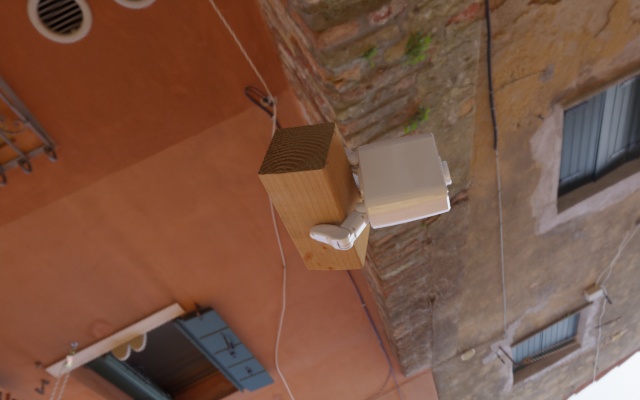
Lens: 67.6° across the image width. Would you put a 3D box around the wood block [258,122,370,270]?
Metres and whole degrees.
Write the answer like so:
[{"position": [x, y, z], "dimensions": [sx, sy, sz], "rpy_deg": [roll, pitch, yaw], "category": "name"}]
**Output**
[{"position": [0.000, 0.002, 0.672], "dimensions": [0.090, 0.090, 0.206], "rpy_deg": [-4, -44, 20], "category": "wood block"}]
